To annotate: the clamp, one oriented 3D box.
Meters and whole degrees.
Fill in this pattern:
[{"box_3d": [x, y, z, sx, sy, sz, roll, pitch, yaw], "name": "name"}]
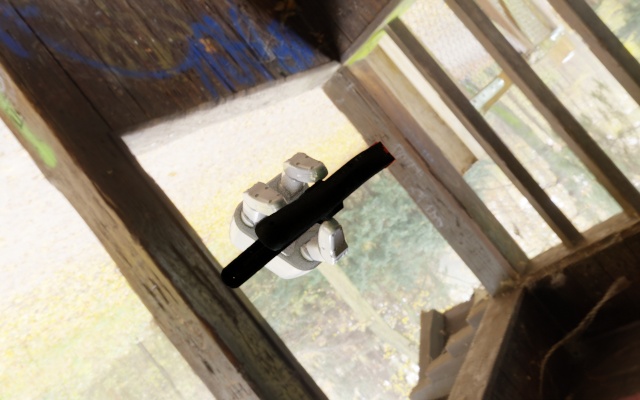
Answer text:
[{"box_3d": [0.001, 0.002, 0.446, 0.210, 0.036, 0.164, -38, -2, -23], "name": "clamp"}]
